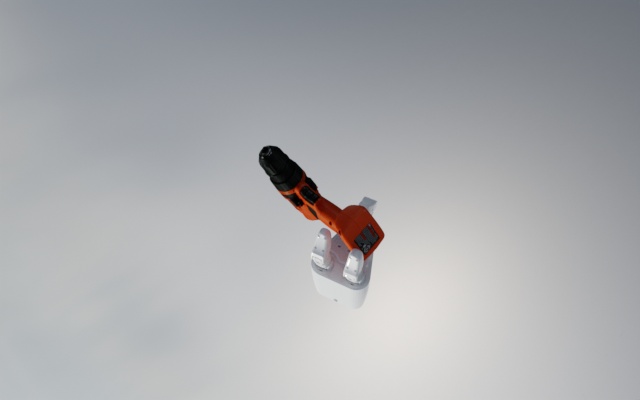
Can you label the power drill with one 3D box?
[{"bbox_3d":[0.000,0.003,0.723,0.187,0.057,0.184,37,-7,40],"label":"power drill"}]
